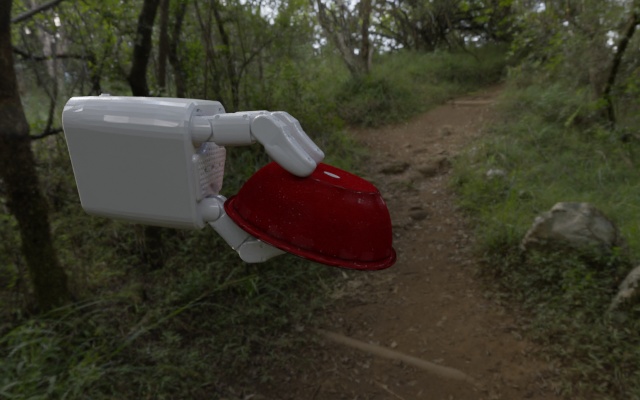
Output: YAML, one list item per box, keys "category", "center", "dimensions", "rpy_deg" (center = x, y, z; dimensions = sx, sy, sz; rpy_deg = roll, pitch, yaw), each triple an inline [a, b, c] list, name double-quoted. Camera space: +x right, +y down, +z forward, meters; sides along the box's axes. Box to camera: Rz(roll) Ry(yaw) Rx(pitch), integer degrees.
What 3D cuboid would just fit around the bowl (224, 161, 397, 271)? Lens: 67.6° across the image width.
- category: "bowl"
  center: [0.001, 0.001, 0.425]
  dimensions: [0.162, 0.055, 0.162]
  rpy_deg: [18, 13, -4]
